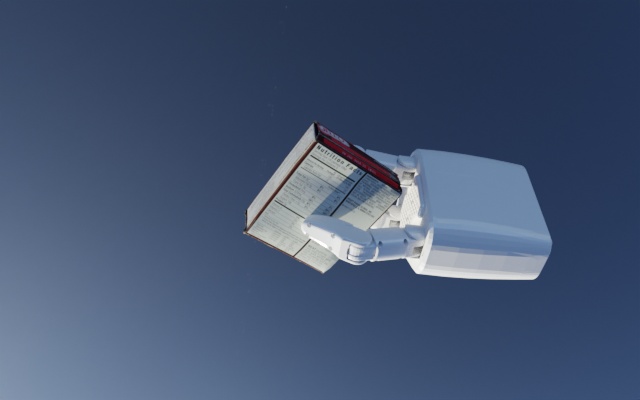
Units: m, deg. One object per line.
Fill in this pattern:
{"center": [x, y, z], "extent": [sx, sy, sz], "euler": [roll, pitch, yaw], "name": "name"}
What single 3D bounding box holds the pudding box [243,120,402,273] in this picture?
{"center": [0.000, 0.001, 0.412], "extent": [0.090, 0.113, 0.039], "euler": [31, 26, -20], "name": "pudding box"}
